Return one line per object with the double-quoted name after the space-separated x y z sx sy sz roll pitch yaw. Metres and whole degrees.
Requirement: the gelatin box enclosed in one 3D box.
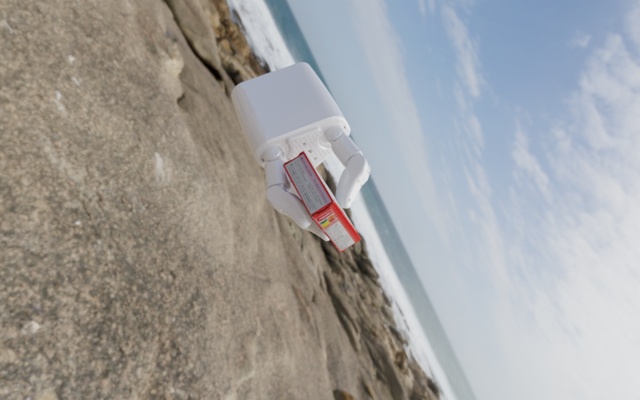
0.001 0.002 0.501 0.030 0.089 0.073 -33 -43 3 "gelatin box"
